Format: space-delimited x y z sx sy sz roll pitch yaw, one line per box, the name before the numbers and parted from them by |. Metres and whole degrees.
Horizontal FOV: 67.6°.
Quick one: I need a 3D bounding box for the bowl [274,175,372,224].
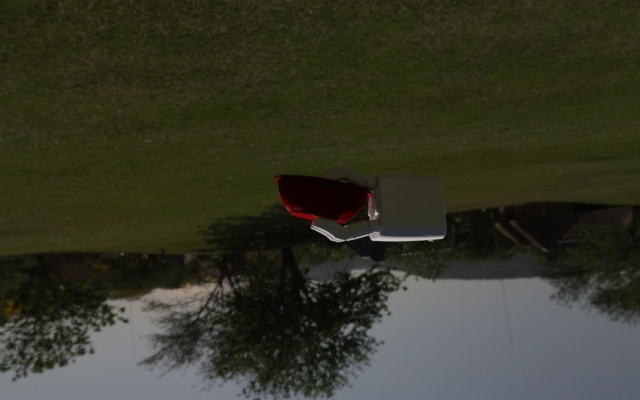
bowl | -0.001 0.003 0.774 0.162 0.055 0.162 10 -7 1
